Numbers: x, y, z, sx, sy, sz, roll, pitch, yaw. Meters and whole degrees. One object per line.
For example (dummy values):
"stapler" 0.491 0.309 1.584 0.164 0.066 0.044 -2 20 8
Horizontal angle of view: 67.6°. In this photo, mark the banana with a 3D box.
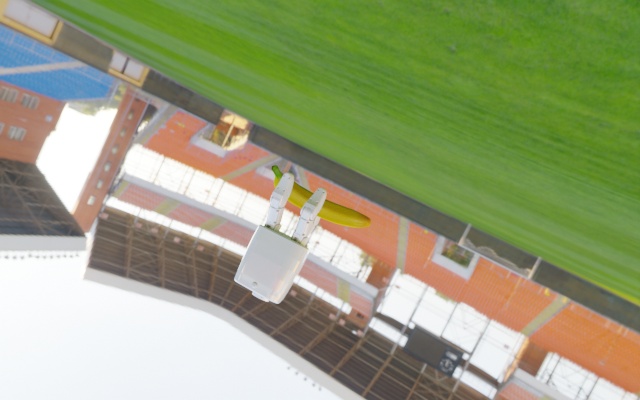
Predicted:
"banana" -0.006 0.005 0.849 0.198 0.037 0.069 28 -14 -4
